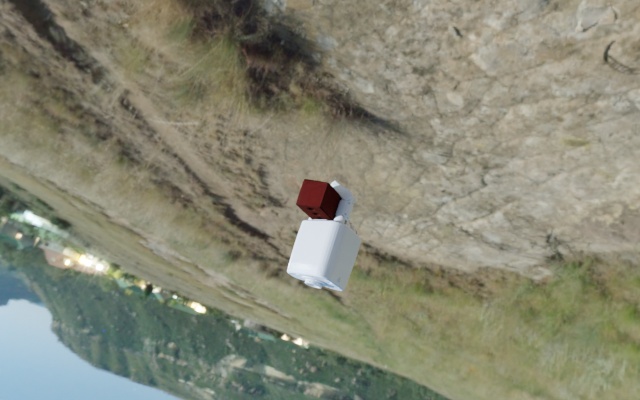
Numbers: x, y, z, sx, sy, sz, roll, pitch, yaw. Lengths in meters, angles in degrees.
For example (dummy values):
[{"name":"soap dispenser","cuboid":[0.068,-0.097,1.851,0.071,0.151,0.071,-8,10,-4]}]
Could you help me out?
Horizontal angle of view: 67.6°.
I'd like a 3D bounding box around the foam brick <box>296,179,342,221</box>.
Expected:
[{"name":"foam brick","cuboid":[0.000,0.003,0.874,0.053,0.051,0.078,9,-21,31]}]
